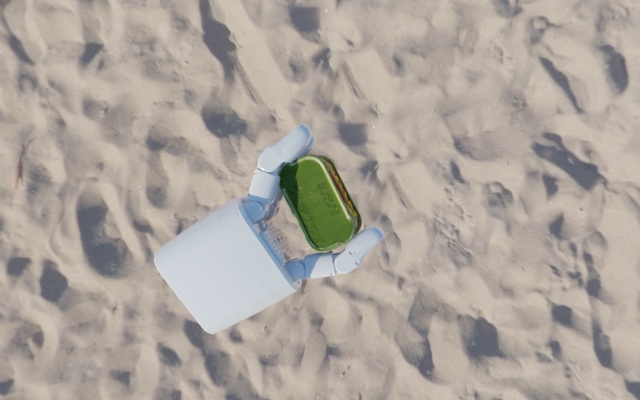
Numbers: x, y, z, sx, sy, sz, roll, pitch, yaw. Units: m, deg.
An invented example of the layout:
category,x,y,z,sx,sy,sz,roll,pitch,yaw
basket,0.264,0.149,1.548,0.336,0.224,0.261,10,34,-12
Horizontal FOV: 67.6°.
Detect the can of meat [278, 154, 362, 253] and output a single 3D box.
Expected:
category,x,y,z,sx,sy,sz,roll,pitch,yaw
can of meat,0.000,0.002,0.503,0.057,0.102,0.084,-27,-1,7
